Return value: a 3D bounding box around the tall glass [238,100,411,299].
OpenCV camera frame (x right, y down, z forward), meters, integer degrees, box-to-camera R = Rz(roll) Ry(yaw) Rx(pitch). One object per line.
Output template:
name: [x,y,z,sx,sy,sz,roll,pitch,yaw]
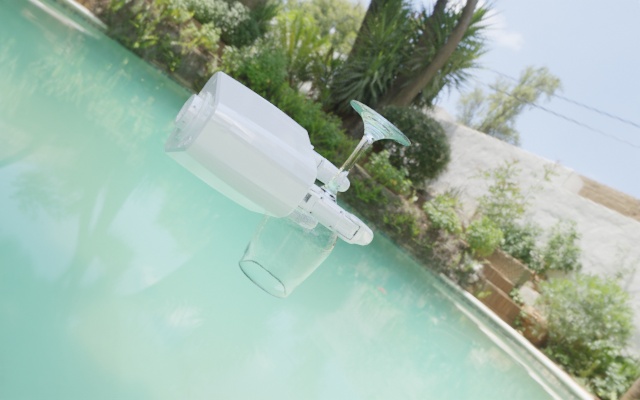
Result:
tall glass: [0.001,0.001,0.483,0.079,0.201,0.079,36,4,-3]
